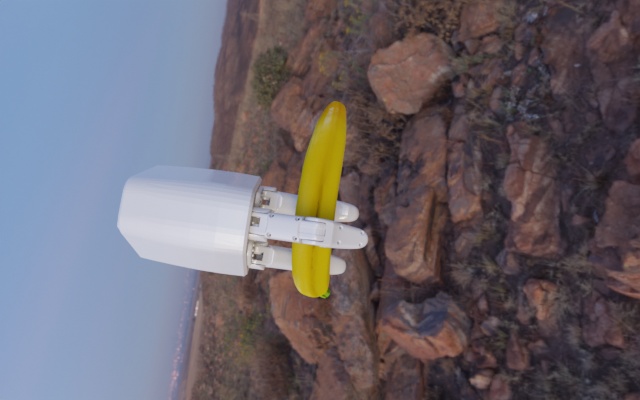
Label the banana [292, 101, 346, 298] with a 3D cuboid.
[{"bbox_3d":[-0.003,0.009,0.439,0.037,0.198,0.069,7,14,6],"label":"banana"}]
